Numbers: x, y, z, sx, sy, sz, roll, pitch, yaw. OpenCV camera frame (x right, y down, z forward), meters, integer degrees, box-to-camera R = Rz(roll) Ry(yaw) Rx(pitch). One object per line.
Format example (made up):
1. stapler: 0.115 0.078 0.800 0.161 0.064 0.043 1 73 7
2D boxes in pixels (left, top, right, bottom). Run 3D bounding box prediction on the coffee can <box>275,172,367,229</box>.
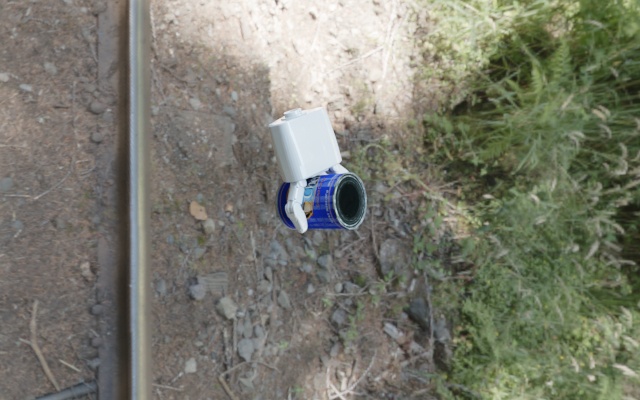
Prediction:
1. coffee can: 0.000 0.003 0.891 0.140 0.103 0.103 -3 -2 39
